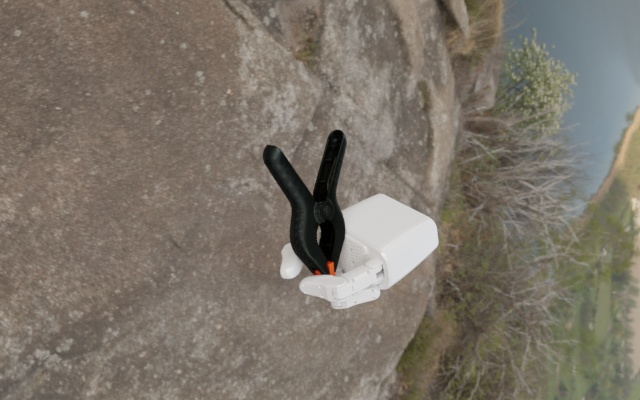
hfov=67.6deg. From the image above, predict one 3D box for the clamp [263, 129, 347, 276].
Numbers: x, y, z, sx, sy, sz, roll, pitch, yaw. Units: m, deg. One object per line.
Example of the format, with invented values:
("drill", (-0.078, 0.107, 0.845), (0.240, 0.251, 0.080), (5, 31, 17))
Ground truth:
("clamp", (0.000, 0.002, 0.549), (0.120, 0.171, 0.039), (-28, 26, -35))
